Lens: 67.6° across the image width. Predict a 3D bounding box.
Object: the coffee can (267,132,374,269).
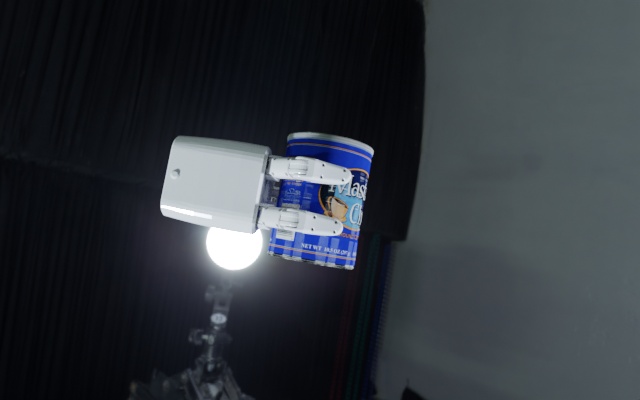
[{"bbox_3d":[0.000,0.002,0.558,0.103,0.140,0.103,10,-5,1],"label":"coffee can"}]
